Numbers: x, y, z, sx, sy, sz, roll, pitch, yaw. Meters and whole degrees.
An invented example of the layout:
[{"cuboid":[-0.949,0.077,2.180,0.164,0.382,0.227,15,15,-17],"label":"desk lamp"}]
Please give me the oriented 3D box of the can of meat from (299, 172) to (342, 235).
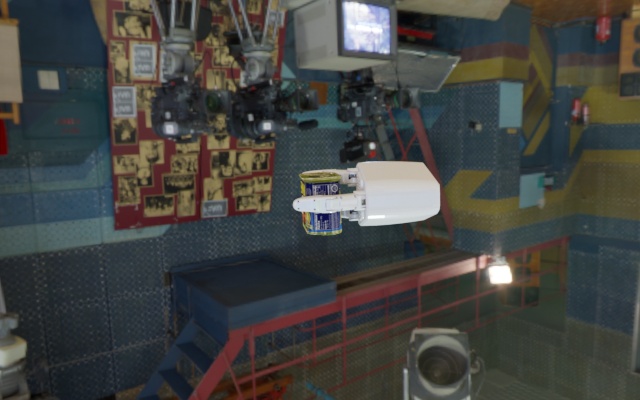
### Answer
[{"cuboid":[0.000,0.003,0.721,0.057,0.084,0.102,-4,8,-6],"label":"can of meat"}]
